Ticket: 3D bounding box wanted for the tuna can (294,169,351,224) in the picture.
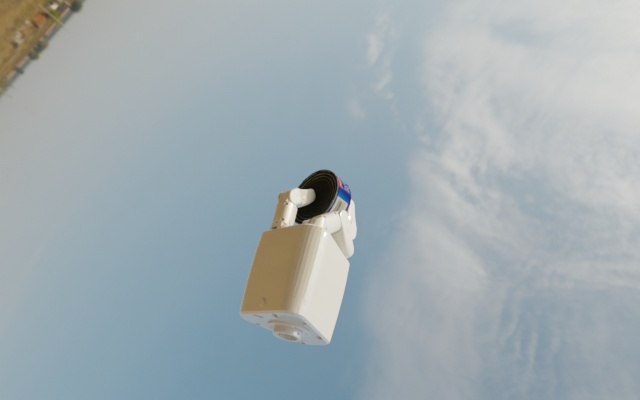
[{"bbox_3d":[0.000,0.002,0.660,0.086,0.086,0.034,0,-28,47],"label":"tuna can"}]
